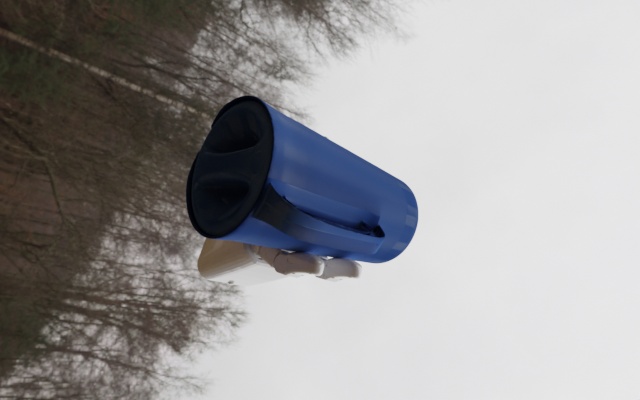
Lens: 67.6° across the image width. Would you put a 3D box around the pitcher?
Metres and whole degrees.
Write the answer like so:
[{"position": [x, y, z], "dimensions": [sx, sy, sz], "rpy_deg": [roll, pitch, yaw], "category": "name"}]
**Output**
[{"position": [0.000, 0.002, 0.497], "dimensions": [0.145, 0.149, 0.243], "rpy_deg": [-23, -30, 40], "category": "pitcher"}]
